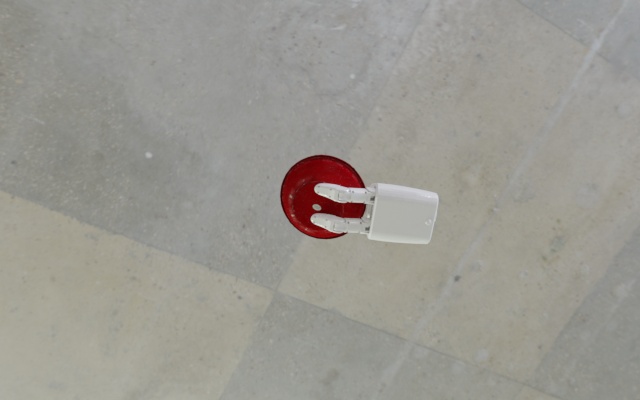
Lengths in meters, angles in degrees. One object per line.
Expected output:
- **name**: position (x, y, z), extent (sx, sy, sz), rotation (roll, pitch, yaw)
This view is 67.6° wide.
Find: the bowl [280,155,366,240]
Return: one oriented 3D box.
- **bowl**: position (-0.001, 0.003, 0.849), extent (0.162, 0.162, 0.055), rotation (0, 17, 11)
